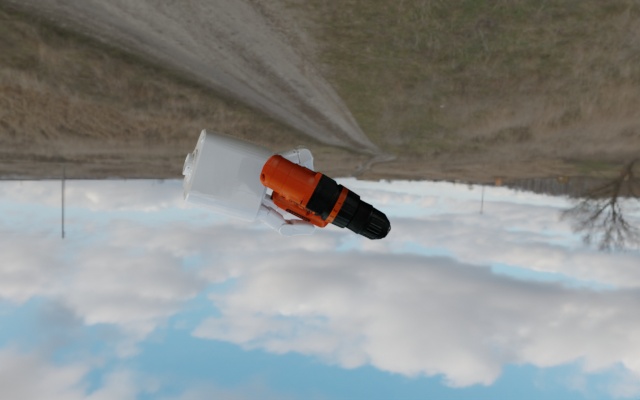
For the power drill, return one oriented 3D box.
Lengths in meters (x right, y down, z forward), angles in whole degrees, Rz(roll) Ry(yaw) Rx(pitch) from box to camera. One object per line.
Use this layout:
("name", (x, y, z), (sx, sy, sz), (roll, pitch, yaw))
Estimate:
("power drill", (0.000, 0.002, 0.687), (0.184, 0.057, 0.187), (30, -8, -5))
